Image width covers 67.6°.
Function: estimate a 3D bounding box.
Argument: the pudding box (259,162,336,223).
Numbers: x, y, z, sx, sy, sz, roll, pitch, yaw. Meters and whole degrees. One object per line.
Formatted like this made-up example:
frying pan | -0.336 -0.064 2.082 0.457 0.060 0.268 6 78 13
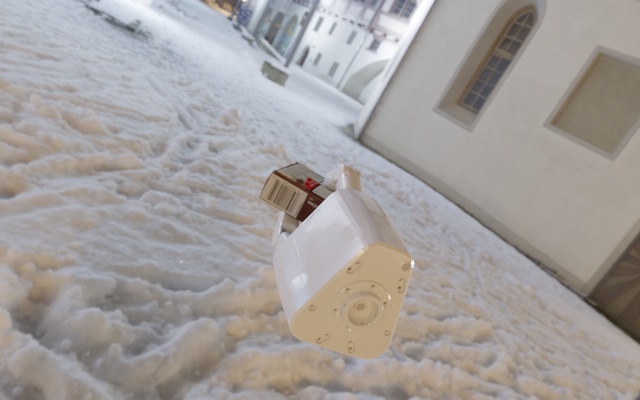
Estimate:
pudding box | 0.000 0.002 0.539 0.113 0.039 0.090 32 16 7
